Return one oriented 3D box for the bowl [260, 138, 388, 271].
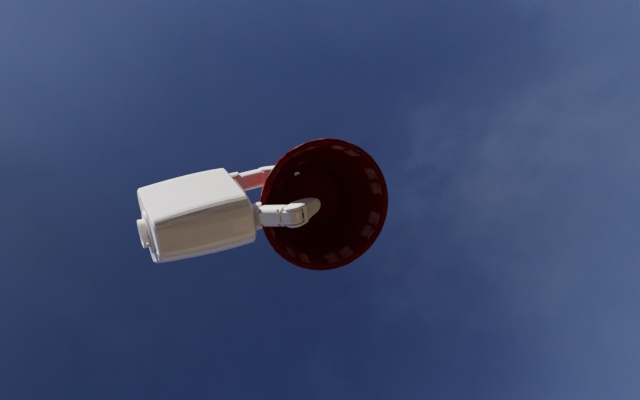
[{"bbox_3d":[0.001,0.002,0.594,0.162,0.162,0.055,0,12,-17],"label":"bowl"}]
